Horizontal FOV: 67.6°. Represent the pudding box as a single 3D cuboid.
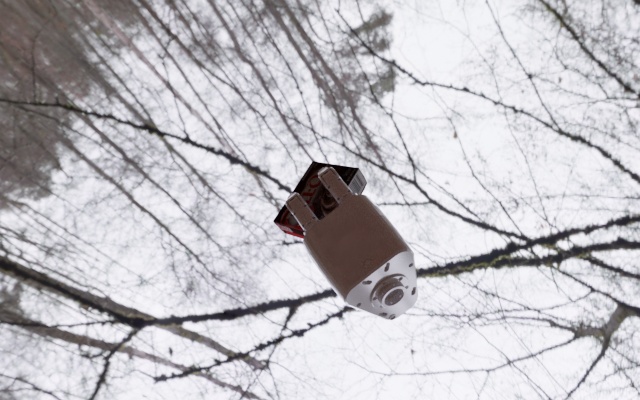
[{"bbox_3d":[0.000,0.002,0.659,0.090,0.113,0.039,13,-29,42],"label":"pudding box"}]
